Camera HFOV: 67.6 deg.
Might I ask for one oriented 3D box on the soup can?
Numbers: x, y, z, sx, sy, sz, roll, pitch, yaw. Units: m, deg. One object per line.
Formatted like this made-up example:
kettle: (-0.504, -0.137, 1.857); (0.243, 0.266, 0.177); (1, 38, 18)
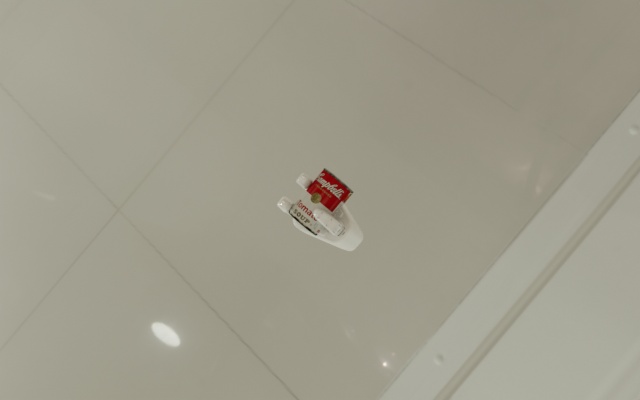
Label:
soup can: (0.000, 0.003, 0.842); (0.068, 0.102, 0.068); (40, 0, 0)
